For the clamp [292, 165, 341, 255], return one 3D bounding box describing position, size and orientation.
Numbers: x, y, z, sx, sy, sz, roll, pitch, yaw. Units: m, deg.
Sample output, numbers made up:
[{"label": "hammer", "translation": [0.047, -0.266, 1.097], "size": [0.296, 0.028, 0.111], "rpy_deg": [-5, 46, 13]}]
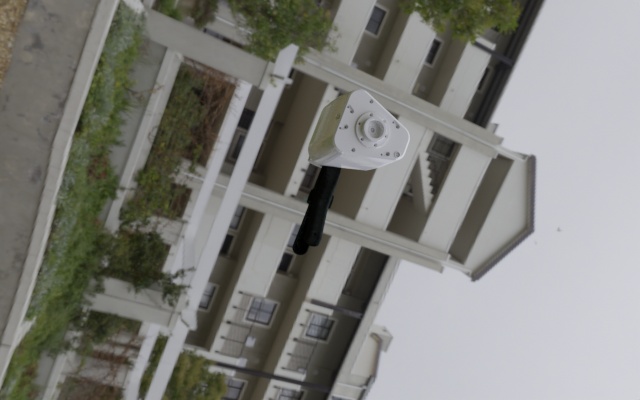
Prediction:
[{"label": "clamp", "translation": [0.001, 0.002, 0.724], "size": [0.039, 0.171, 0.120], "rpy_deg": [19, -7, -14]}]
